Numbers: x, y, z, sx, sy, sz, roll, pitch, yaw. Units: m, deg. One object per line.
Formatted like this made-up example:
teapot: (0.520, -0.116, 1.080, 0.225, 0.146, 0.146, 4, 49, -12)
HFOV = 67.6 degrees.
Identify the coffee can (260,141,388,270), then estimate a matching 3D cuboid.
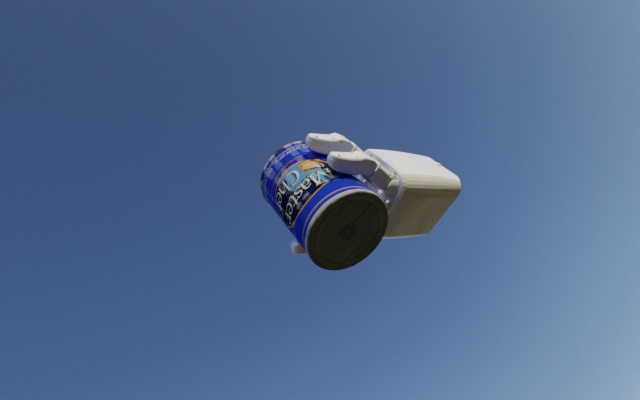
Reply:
coffee can: (0.000, 0.002, 0.574, 0.103, 0.103, 0.140, 0, 29, -31)
